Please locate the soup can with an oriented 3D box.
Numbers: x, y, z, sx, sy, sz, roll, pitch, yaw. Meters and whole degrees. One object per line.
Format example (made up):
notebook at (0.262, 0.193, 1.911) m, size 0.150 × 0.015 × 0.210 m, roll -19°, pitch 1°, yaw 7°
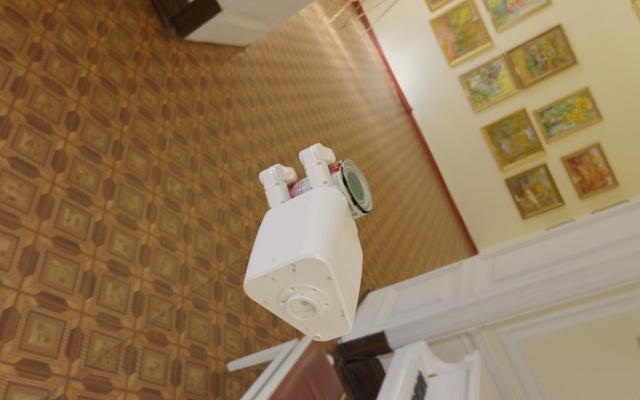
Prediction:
soup can at (0.000, 0.002, 0.553) m, size 0.102 × 0.068 × 0.068 m, roll -25°, pitch -10°, yaw 23°
